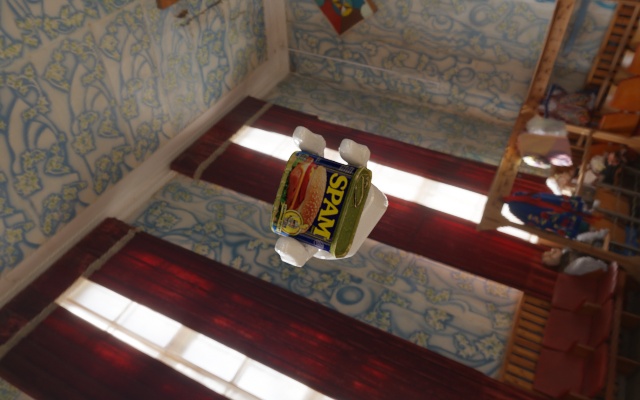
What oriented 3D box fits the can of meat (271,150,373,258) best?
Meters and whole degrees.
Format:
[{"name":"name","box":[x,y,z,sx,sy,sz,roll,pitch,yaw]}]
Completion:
[{"name":"can of meat","box":[0.000,0.002,0.527,0.084,0.102,0.057,19,3,21]}]
